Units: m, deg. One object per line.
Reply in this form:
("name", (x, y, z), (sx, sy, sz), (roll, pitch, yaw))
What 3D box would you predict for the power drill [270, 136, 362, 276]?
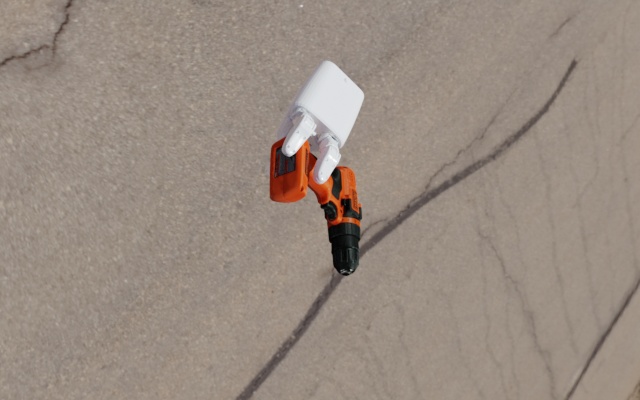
("power drill", (0.000, 0.002, 0.702), (0.057, 0.184, 0.188), (-19, -34, 24))
